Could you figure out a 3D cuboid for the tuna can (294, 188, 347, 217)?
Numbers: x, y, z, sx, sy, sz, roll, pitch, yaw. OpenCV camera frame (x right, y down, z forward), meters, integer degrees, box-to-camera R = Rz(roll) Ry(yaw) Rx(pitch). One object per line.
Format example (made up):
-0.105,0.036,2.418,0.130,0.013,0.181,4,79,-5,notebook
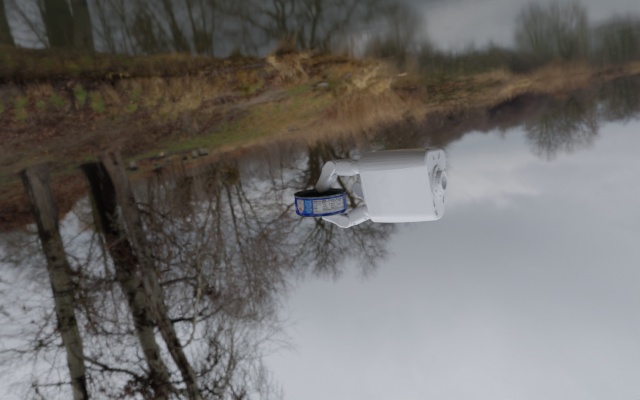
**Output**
0.000,0.003,0.783,0.086,0.034,0.086,-4,10,1,tuna can
